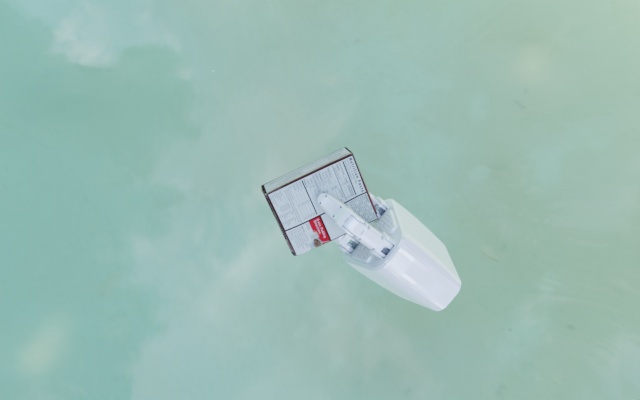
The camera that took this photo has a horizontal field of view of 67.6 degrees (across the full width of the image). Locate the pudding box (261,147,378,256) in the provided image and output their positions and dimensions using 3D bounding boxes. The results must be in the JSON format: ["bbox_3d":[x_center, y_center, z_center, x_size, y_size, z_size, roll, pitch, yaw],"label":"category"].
[{"bbox_3d":[0.000,0.002,0.559,0.113,0.090,0.039,-25,20,-6],"label":"pudding box"}]
